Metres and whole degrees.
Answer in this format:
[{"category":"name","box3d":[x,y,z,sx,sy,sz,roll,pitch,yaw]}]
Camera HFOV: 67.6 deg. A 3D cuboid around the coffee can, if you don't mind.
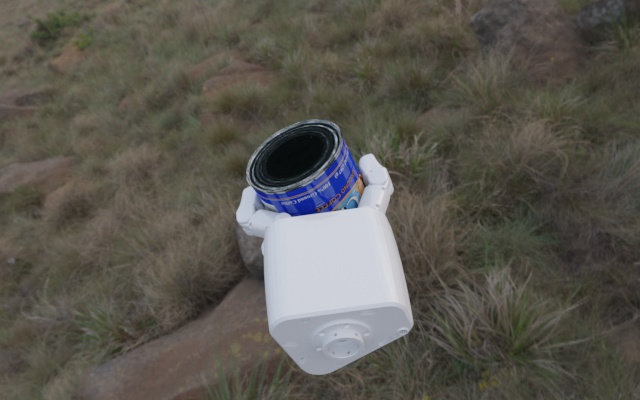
[{"category":"coffee can","box3d":[0.000,0.002,0.503,0.103,0.102,0.140,0,-42,31]}]
